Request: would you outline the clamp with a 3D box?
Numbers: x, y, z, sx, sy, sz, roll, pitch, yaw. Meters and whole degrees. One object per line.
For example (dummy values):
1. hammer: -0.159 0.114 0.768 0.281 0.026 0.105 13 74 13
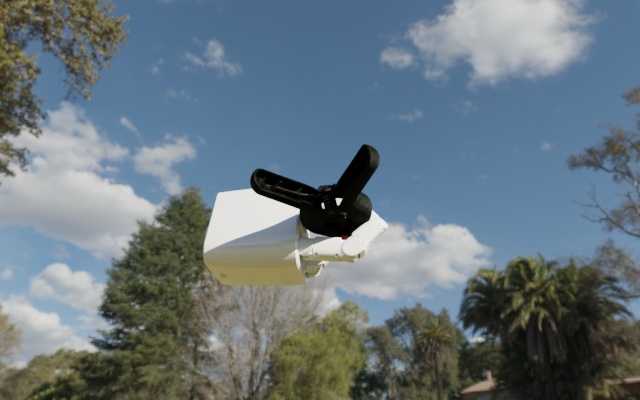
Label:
1. clamp: 0.000 0.001 0.494 0.120 0.039 0.172 -3 -29 5
